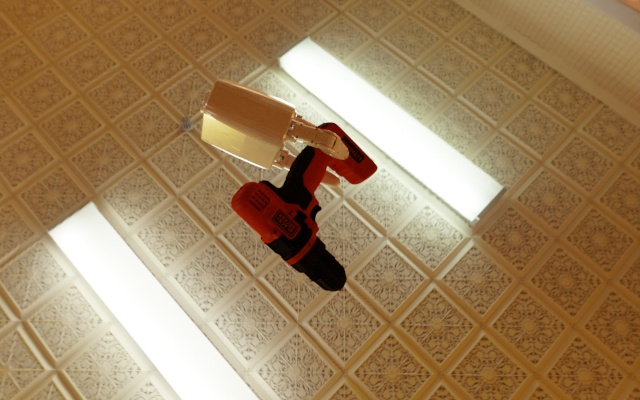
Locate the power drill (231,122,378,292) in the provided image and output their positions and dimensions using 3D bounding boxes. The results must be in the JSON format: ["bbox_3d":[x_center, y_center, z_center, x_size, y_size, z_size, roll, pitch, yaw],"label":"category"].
[{"bbox_3d":[0.000,0.002,0.633,0.184,0.187,0.057,45,-31,-15],"label":"power drill"}]
